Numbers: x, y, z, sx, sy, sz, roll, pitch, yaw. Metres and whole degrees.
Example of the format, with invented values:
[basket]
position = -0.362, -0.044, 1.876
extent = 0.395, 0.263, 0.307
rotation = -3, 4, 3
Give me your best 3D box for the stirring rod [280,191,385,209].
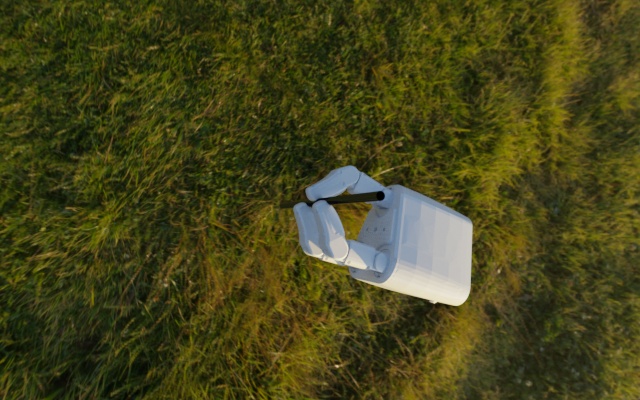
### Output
[stirring rod]
position = 0.000, 0.002, 0.487
extent = 0.011, 0.011, 0.239
rotation = 0, -3, -23
